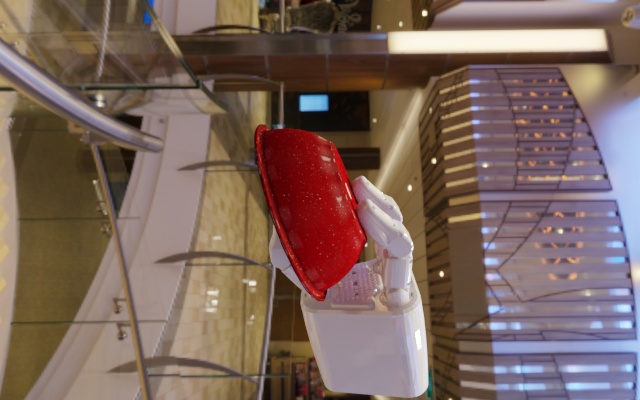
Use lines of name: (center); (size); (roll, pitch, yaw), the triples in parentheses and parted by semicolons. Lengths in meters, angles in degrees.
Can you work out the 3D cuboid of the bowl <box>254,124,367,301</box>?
bowl: (0.000, 0.000, 0.413); (0.055, 0.162, 0.162); (-20, -3, 8)
